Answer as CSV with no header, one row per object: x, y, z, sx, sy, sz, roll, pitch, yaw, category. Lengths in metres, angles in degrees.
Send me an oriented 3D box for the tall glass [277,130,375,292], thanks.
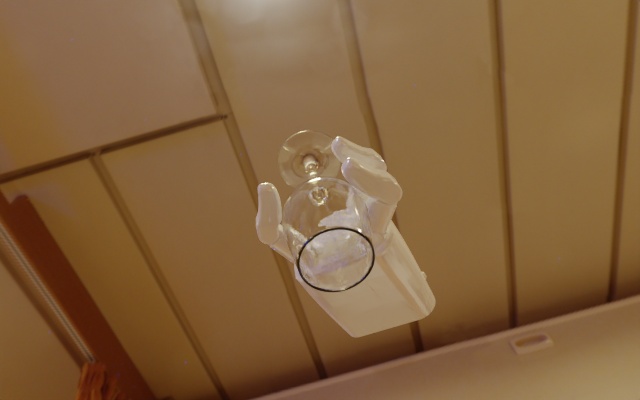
0.000,0.001,0.459,0.079,0.079,0.201,0,28,-8,tall glass
